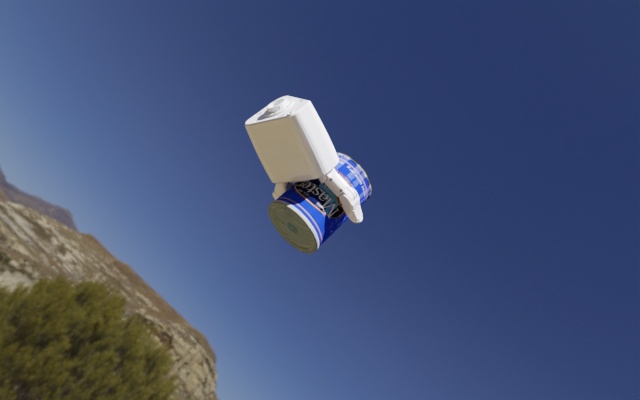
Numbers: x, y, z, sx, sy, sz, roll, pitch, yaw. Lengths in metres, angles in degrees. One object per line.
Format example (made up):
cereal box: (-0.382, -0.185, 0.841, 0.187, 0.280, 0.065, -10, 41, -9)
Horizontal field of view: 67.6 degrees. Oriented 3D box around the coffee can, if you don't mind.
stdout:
coffee can: (0.000, 0.003, 0.774, 0.140, 0.103, 0.103, -43, 24, -29)
